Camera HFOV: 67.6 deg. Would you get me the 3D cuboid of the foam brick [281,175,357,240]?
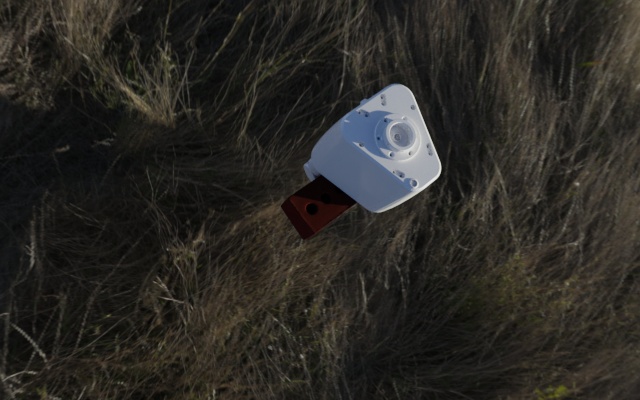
[{"bbox_3d":[0.000,0.002,0.573,0.078,0.053,0.051,-37,0,-19],"label":"foam brick"}]
